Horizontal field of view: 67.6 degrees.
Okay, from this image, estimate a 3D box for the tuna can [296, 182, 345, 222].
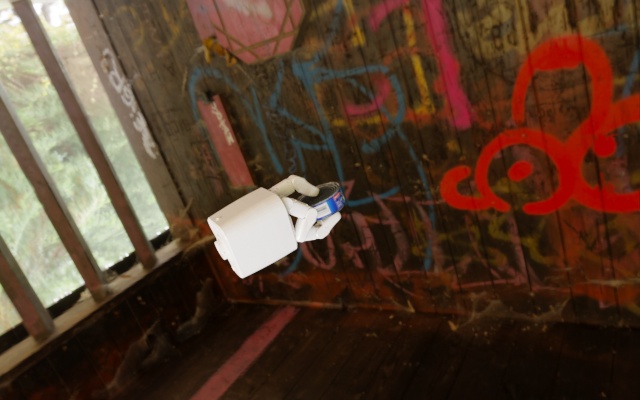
[{"bbox_3d":[0.000,0.003,0.849,0.086,0.034,0.086,-22,20,9],"label":"tuna can"}]
